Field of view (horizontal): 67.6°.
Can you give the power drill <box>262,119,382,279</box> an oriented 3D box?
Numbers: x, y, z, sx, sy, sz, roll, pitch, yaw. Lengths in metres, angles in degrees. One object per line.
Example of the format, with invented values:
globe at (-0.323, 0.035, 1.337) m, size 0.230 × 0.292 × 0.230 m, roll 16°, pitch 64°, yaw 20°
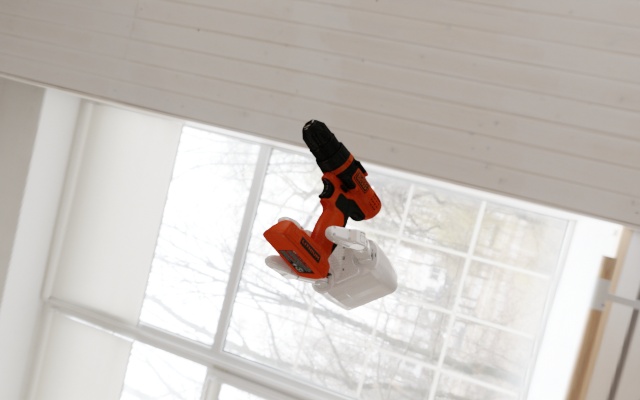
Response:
power drill at (0.000, 0.003, 0.683) m, size 0.057 × 0.184 × 0.187 m, roll -7°, pitch 40°, yaw 49°
